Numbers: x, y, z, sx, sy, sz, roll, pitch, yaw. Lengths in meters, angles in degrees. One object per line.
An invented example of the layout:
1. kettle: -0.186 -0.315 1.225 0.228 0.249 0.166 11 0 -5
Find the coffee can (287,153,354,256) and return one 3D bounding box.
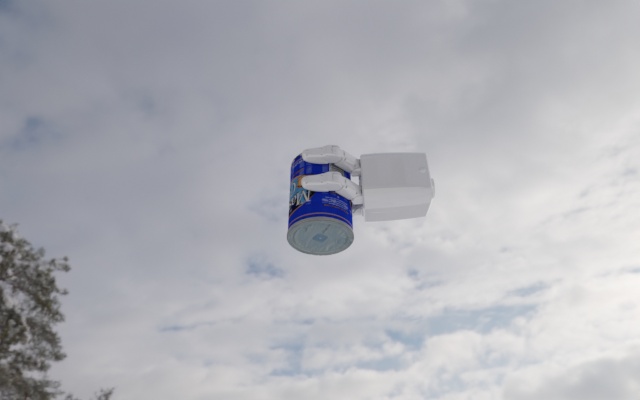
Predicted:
1. coffee can: 0.000 0.003 0.765 0.103 0.140 0.103 0 -36 0
